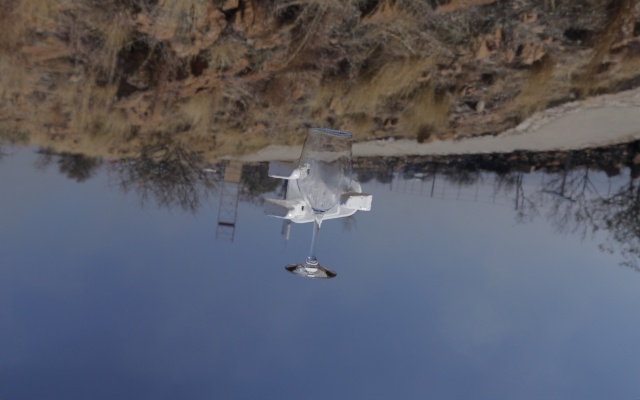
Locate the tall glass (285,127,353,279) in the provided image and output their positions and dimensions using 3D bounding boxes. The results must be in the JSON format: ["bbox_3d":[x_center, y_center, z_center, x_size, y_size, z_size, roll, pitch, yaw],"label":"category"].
[{"bbox_3d":[0.000,0.003,0.667,0.079,0.201,0.079,8,5,-1],"label":"tall glass"}]
